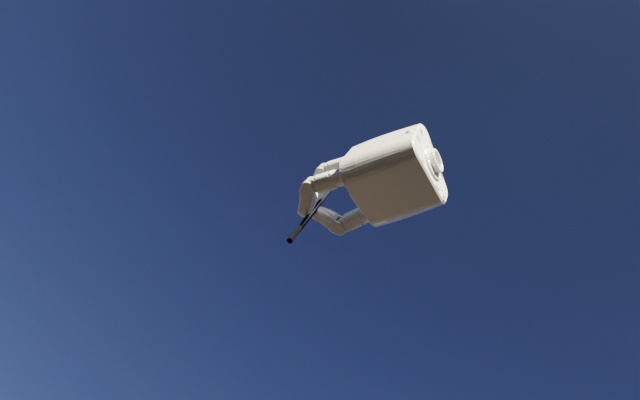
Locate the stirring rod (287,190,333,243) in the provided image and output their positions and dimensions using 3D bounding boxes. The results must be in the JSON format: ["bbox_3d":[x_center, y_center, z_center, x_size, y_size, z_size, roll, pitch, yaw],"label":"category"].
[{"bbox_3d":[0.000,0.002,0.716,0.011,0.011,0.239,0,24,21],"label":"stirring rod"}]
